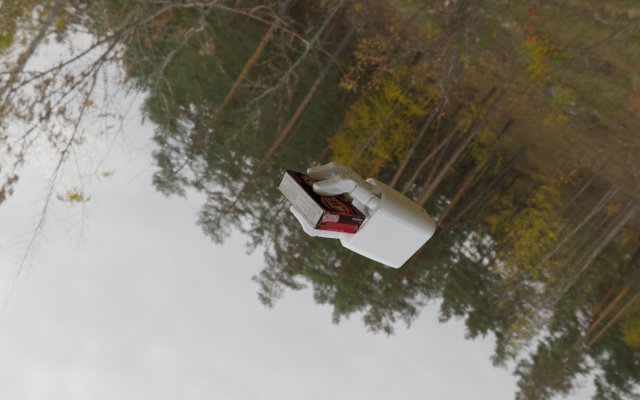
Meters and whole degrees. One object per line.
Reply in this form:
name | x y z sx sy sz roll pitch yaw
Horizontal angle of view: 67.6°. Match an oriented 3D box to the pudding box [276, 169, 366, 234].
pudding box | 0.000 0.002 0.714 0.090 0.039 0.113 11 24 -46
